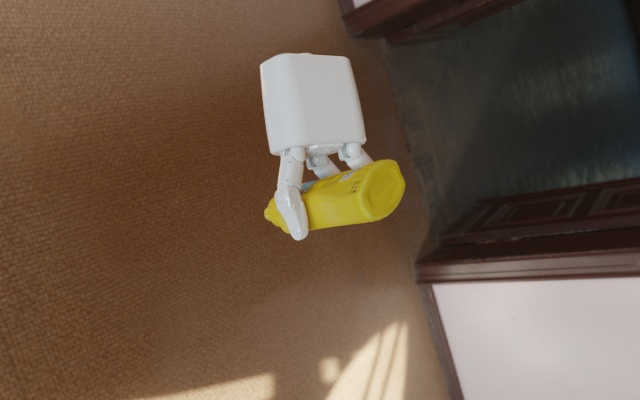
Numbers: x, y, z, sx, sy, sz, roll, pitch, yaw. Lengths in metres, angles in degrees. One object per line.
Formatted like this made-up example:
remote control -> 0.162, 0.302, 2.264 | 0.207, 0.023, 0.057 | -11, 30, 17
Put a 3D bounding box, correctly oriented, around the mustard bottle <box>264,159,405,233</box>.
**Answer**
mustard bottle -> 0.000, 0.002, 0.577 | 0.191, 0.058, 0.096 | -12, 20, 41
